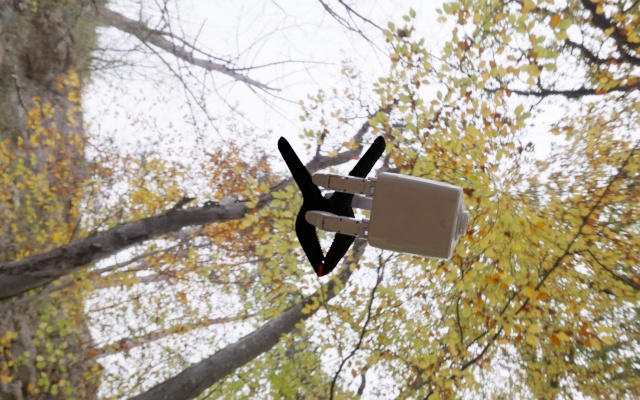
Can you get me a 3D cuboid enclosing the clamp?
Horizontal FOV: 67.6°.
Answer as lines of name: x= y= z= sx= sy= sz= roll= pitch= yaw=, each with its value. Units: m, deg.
clamp: x=0.001 y=0.003 z=0.690 sx=0.164 sy=0.210 sz=0.036 roll=11 pitch=5 yaw=23
